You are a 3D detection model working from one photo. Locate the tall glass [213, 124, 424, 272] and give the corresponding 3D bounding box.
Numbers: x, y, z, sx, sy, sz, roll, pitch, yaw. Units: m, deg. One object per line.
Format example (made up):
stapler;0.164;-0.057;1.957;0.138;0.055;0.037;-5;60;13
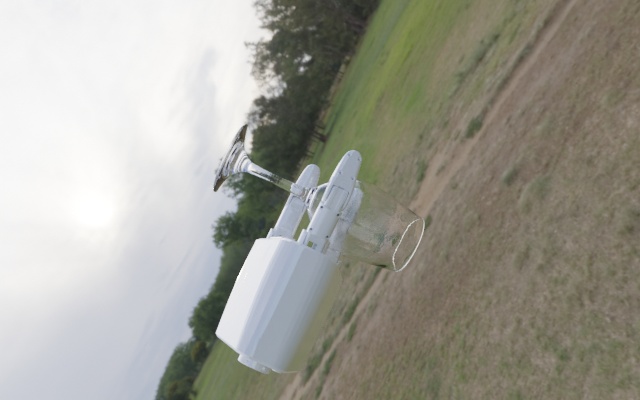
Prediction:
tall glass;0.000;0.001;0.477;0.201;0.079;0.079;26;-2;-4
